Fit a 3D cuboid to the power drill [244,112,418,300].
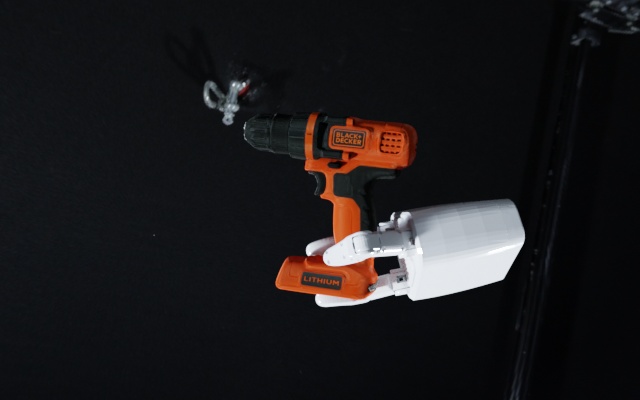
[{"bbox_3d":[0.000,0.002,0.503,0.184,0.187,0.057,7,4,13],"label":"power drill"}]
